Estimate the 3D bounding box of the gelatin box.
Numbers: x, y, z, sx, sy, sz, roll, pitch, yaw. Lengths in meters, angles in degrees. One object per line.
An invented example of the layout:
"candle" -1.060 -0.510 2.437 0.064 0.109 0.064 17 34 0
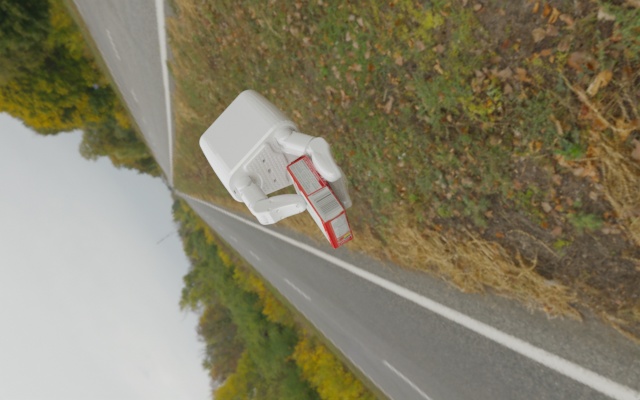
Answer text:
"gelatin box" 0.000 0.002 0.541 0.030 0.089 0.073 -31 -29 -6
